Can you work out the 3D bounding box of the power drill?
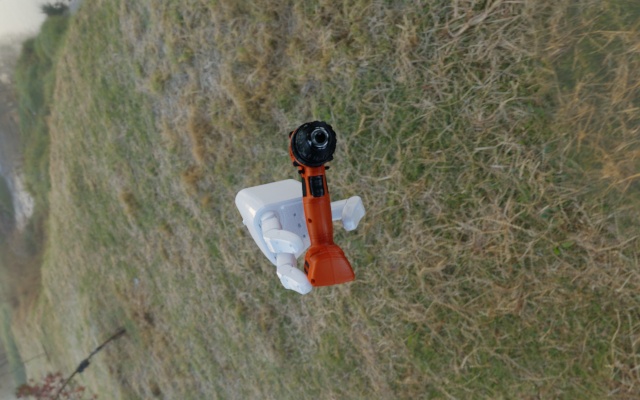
[{"bbox_3d":[0.000,0.002,0.567,0.057,0.187,0.184,-7,3,-4],"label":"power drill"}]
